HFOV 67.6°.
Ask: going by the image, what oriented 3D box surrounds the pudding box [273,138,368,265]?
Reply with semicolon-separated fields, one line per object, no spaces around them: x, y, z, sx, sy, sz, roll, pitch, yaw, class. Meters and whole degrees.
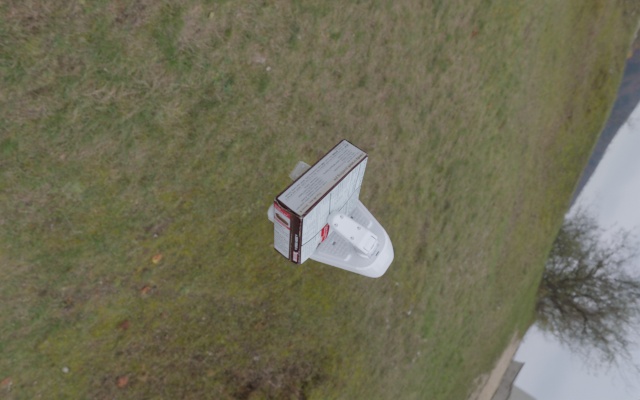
0.000;0.002;0.501;0.039;0.090;0.113;32;56;20;pudding box
